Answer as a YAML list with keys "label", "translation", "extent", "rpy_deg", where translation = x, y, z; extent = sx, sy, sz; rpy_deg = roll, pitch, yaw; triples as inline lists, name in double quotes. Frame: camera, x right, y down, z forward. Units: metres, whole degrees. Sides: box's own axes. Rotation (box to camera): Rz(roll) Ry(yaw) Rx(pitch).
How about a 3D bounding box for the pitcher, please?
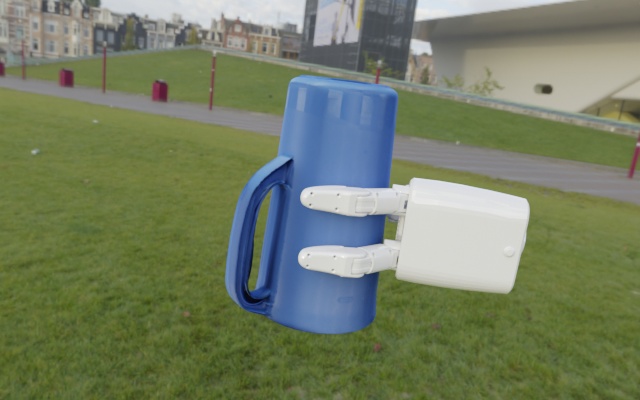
- label: "pitcher"
  translation: [0.000, 0.002, 0.484]
  extent: [0.145, 0.243, 0.149]
  rpy_deg: [9, 13, 8]
